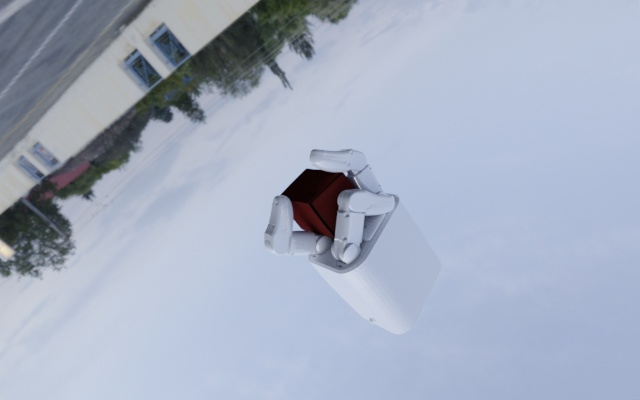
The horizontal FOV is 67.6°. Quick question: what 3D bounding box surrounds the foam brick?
[{"bbox_3d":[0.000,0.002,0.514,0.053,0.051,0.078,-46,24,-18],"label":"foam brick"}]
